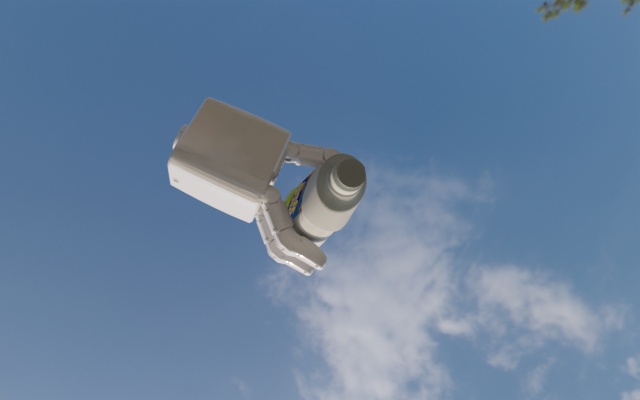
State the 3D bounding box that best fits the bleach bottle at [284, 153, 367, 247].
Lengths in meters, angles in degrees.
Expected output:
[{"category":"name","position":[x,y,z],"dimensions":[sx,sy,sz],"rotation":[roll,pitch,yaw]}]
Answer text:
[{"category":"bleach bottle","position":[0.000,0.002,0.548],"dimensions":[0.068,0.102,0.251],"rotation":[25,-21,-7]}]
